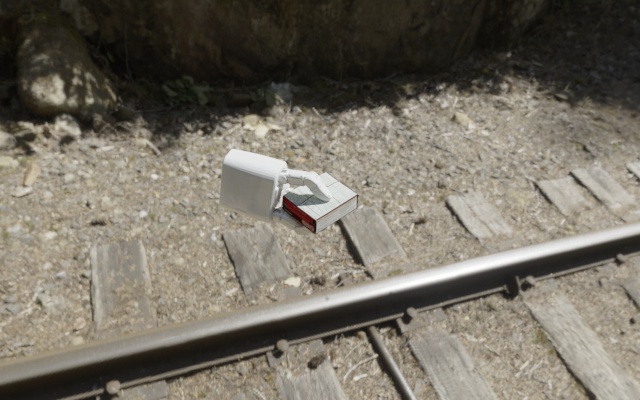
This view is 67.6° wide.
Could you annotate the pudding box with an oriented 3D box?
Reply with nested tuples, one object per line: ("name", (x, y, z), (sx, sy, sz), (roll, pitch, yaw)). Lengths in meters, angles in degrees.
("pudding box", (0.000, 0.003, 0.869), (0.113, 0.039, 0.090), (-31, 53, -32))
